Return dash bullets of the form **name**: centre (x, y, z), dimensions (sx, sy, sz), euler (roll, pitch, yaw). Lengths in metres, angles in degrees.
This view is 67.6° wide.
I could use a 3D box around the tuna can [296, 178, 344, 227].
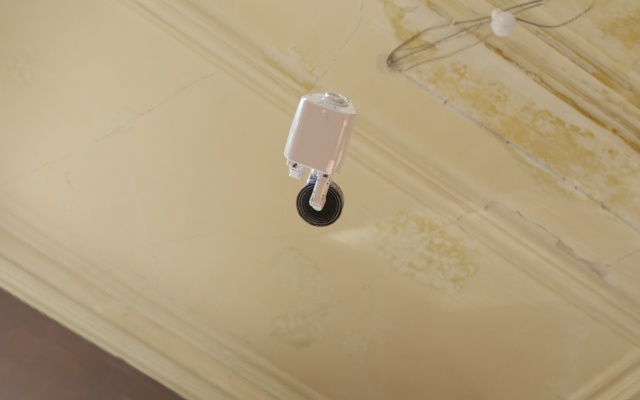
- **tuna can**: centre (0.000, 0.003, 0.871), dimensions (0.086, 0.086, 0.033), euler (0, 21, 11)
